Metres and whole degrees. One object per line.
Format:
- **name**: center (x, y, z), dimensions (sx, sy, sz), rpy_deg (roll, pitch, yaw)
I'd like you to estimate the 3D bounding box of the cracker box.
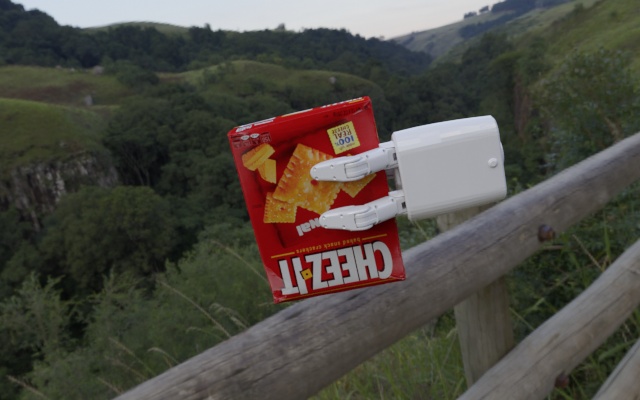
- **cracker box**: center (0.000, 0.002, 0.562), dimensions (0.164, 0.214, 0.072), rpy_deg (-12, 14, 7)
